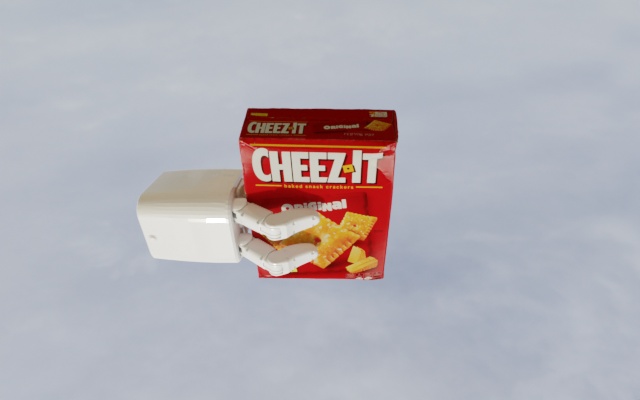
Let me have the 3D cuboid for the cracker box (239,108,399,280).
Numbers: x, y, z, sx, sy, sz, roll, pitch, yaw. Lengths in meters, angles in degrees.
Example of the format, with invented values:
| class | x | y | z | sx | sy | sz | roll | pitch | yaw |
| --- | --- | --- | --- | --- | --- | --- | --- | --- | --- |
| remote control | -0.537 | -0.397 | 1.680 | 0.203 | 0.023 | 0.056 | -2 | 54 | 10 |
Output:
| class | x | y | z | sx | sy | sz | roll | pitch | yaw |
| --- | --- | --- | --- | --- | --- | --- | --- | --- | --- |
| cracker box | 0.000 | 0.002 | 0.562 | 0.164 | 0.214 | 0.072 | 1 | 41 | 2 |
